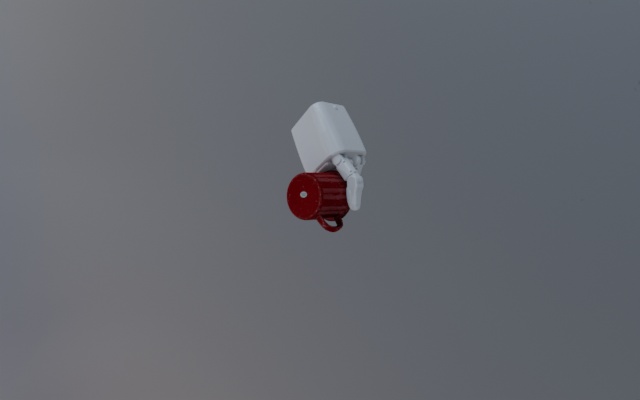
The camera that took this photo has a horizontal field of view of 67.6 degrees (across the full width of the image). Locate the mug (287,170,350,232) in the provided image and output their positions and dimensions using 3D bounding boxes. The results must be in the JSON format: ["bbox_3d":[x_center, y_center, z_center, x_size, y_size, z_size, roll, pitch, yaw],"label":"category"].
[{"bbox_3d":[0.000,0.004,0.829,0.093,0.117,0.081,-36,-21,34],"label":"mug"}]
